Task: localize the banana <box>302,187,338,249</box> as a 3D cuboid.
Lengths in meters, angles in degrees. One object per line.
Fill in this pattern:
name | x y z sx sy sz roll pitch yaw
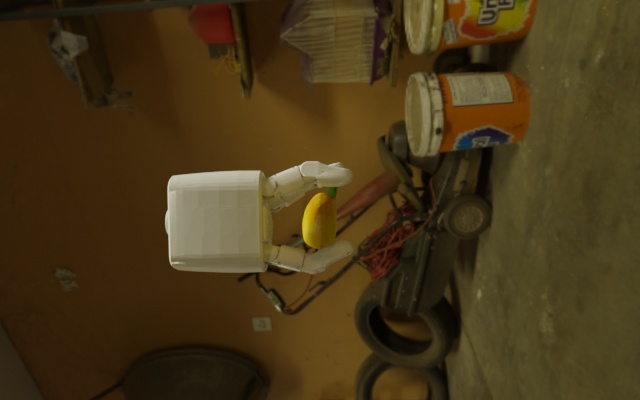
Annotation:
banana | 0.000 0.020 0.526 0.037 0.069 0.198 2 5 2
